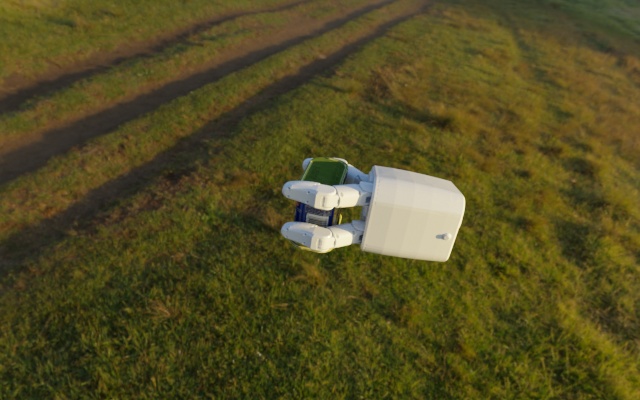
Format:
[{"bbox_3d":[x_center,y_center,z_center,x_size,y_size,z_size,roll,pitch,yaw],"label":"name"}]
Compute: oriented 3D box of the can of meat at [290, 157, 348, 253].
[{"bbox_3d":[0.000,0.002,0.610,0.057,0.084,0.102,12,32,5],"label":"can of meat"}]
